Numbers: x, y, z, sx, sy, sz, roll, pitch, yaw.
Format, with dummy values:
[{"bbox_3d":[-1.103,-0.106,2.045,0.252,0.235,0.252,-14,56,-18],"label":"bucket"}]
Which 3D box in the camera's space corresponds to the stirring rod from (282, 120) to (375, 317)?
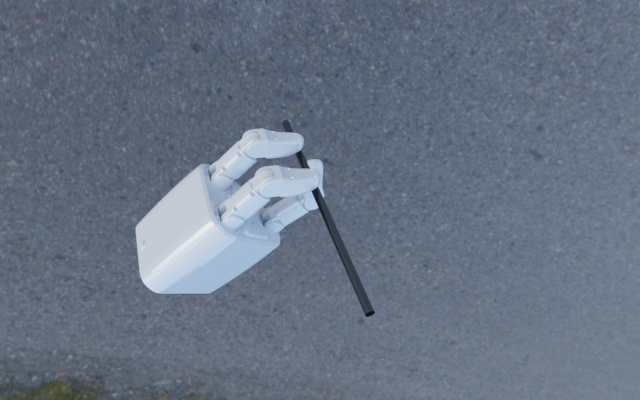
[{"bbox_3d":[0.000,0.001,0.440,0.011,0.239,0.011,-14,-40,-12],"label":"stirring rod"}]
